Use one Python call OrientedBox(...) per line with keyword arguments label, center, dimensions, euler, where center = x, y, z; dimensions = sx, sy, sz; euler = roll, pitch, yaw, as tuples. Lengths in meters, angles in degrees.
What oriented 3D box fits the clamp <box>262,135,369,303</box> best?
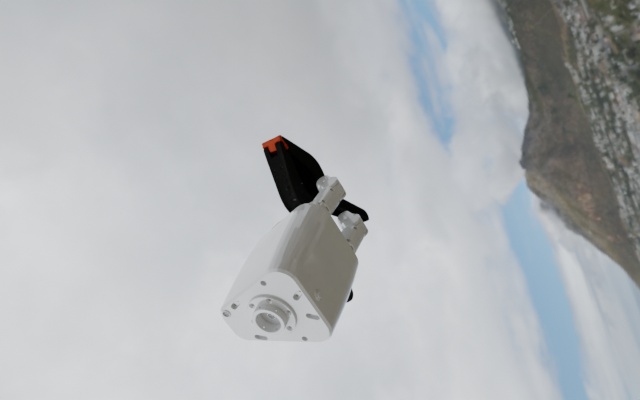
OrientedBox(label="clamp", center=(-0.001, 0.002, 0.605), dimensions=(0.036, 0.210, 0.164), euler=(-21, 23, 27))
